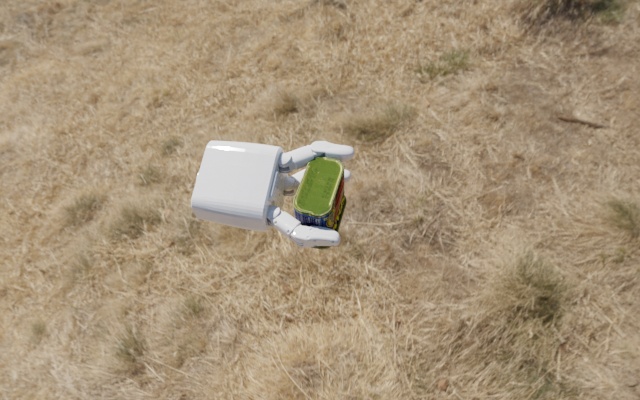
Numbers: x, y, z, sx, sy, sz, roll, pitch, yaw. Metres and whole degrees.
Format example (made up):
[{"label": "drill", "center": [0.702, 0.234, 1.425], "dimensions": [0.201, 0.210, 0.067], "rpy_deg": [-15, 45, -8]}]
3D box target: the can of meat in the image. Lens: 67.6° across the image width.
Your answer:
[{"label": "can of meat", "center": [0.000, 0.002, 0.660], "dimensions": [0.057, 0.102, 0.084], "rpy_deg": [11, -33, 11]}]
